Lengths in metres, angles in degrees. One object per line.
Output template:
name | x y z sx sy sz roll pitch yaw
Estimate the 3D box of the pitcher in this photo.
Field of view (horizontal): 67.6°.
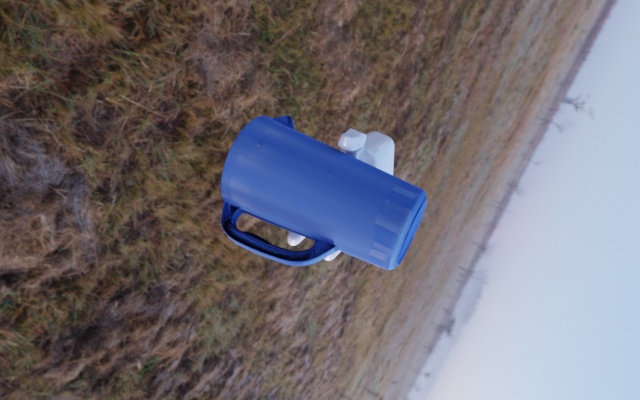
pitcher | 0.000 0.002 0.610 0.243 0.149 0.145 24 26 16
